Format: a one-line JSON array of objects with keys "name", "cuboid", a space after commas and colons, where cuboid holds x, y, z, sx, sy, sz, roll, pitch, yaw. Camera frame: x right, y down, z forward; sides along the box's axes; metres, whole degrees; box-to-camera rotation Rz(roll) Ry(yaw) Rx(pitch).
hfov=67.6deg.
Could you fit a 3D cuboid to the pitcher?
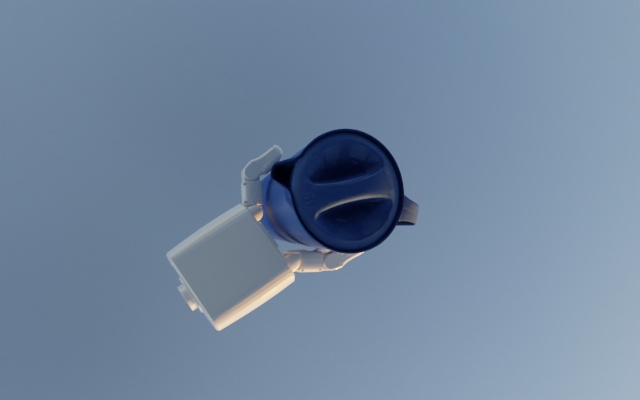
[{"name": "pitcher", "cuboid": [0.000, 0.002, 0.613, 0.145, 0.149, 0.243, -33, 8, -20]}]
